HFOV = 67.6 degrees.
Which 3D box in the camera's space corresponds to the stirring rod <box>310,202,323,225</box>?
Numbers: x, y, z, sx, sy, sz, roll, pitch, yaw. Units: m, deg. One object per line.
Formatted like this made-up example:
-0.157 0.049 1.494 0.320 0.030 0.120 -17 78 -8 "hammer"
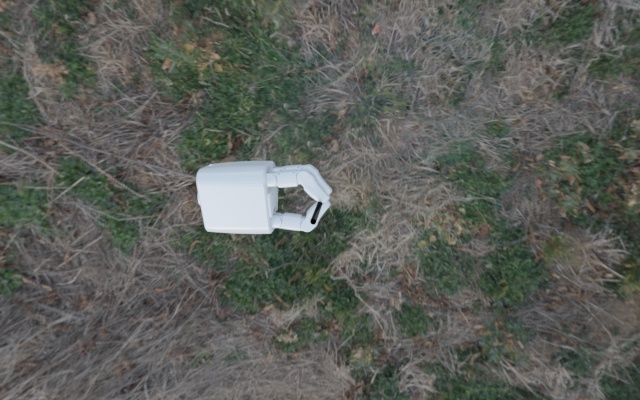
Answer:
0.000 0.002 0.724 0.011 0.011 0.239 0 12 5 "stirring rod"
